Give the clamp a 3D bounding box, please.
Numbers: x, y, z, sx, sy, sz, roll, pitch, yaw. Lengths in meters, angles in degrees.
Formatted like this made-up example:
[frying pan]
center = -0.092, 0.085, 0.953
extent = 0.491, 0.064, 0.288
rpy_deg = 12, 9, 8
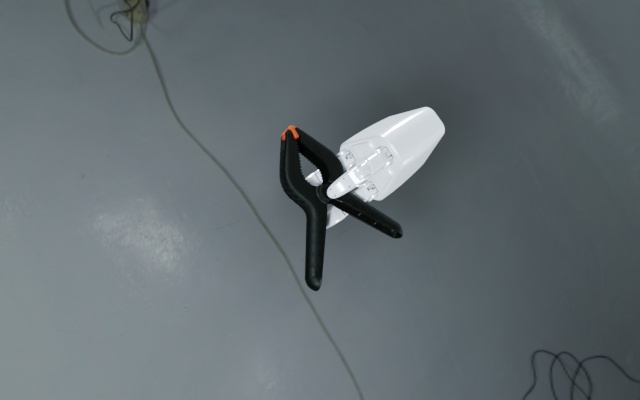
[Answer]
[clamp]
center = 0.000, 0.001, 0.625
extent = 0.164, 0.210, 0.036
rpy_deg = -35, 1, -33
